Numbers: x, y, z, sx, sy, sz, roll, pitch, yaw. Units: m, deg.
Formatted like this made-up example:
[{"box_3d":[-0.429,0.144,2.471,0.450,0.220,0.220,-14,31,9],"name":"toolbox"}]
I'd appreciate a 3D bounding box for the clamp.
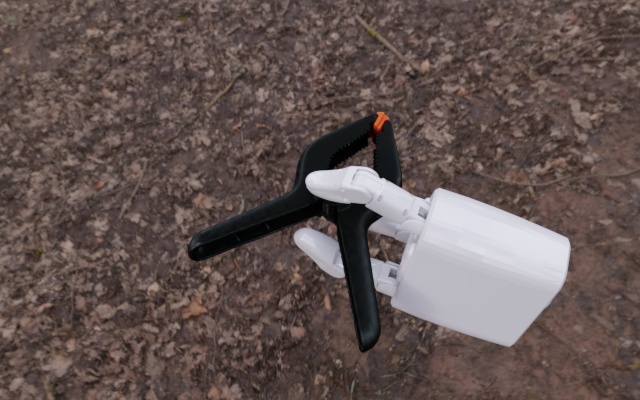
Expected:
[{"box_3d":[0.001,0.001,0.406,0.164,0.210,0.036,20,-29,9],"name":"clamp"}]
